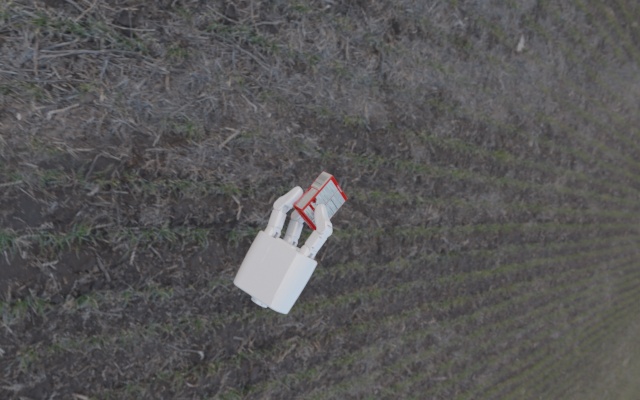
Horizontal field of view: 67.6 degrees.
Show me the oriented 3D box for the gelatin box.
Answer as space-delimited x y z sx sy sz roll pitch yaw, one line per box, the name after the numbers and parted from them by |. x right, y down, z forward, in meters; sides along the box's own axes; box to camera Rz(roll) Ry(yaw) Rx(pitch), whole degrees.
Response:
0.001 0.003 0.872 0.030 0.089 0.073 30 -16 42 | gelatin box
